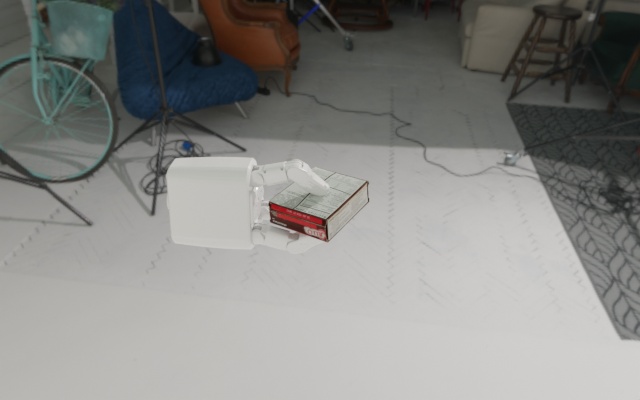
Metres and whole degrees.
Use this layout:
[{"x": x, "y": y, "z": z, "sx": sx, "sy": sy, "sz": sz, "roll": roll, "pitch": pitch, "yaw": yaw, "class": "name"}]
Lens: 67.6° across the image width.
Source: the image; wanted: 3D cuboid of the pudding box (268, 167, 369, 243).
[{"x": 0.000, "y": 0.002, "z": 0.628, "sx": 0.090, "sy": 0.039, "sz": 0.113, "roll": 18, "pitch": 39, "yaw": 28, "class": "pudding box"}]
